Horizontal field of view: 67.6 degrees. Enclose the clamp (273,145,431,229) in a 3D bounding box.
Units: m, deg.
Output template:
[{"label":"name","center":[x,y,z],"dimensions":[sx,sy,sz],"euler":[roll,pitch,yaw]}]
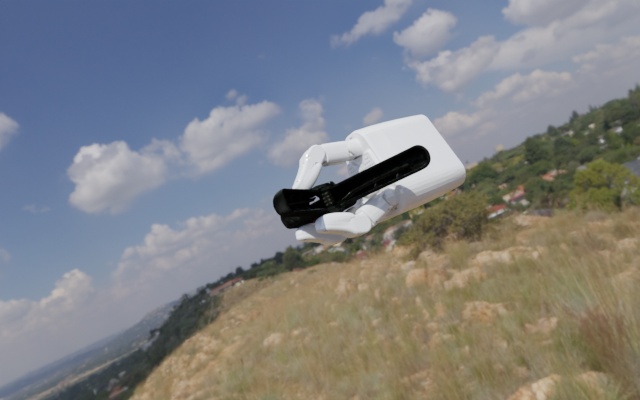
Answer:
[{"label":"clamp","center":[0.000,0.001,0.520],"dimensions":[0.164,0.036,0.210],"euler":[-17,-8,-27]}]
